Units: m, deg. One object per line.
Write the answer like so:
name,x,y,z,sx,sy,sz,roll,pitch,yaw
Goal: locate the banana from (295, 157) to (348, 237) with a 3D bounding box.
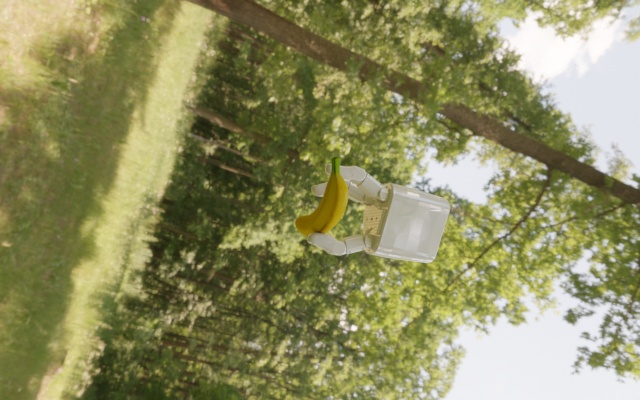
banana,0.002,0.017,0.723,0.037,0.069,0.198,8,-32,-19
